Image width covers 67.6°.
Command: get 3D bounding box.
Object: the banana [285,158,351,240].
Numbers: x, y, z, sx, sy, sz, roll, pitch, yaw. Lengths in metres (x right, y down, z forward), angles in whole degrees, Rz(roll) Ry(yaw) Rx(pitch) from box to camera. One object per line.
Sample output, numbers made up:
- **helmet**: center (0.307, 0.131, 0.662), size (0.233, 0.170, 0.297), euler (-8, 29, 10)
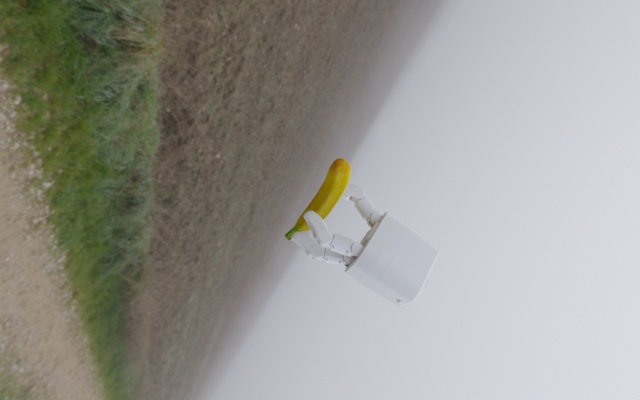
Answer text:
- **banana**: center (0.008, -0.005, 0.741), size (0.069, 0.037, 0.198), euler (-46, -8, -46)
